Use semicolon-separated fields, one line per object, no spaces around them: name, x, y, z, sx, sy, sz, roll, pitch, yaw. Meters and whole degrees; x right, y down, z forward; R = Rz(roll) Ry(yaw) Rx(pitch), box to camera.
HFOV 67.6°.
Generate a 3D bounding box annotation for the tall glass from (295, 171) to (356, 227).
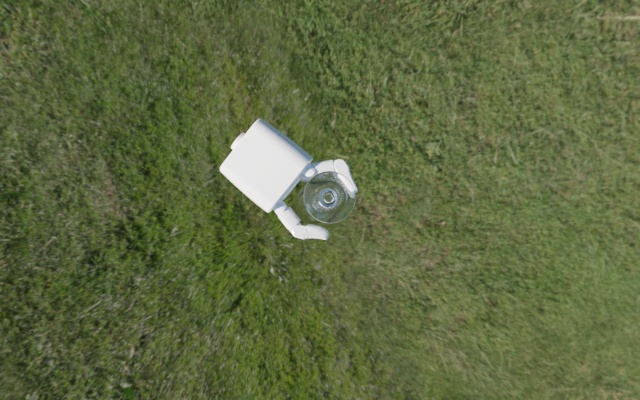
tall glass;0.000;0.003;0.769;0.079;0.079;0.201;0;-5;-7
